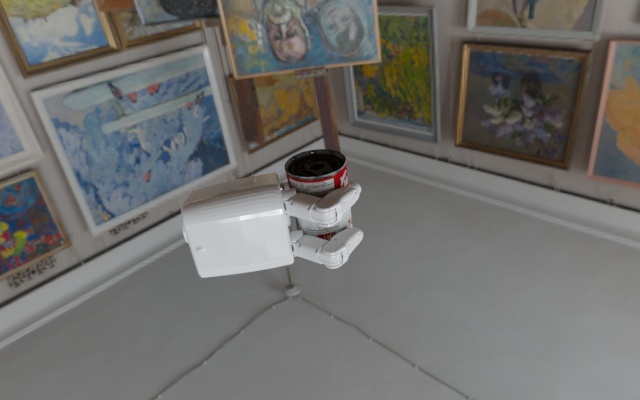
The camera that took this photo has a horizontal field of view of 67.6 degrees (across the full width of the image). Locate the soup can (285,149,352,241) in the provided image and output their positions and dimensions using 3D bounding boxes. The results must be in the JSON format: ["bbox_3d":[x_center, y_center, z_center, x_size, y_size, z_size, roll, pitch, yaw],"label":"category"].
[{"bbox_3d":[0.001,0.002,0.545,0.068,0.102,0.068,-6,30,3],"label":"soup can"}]
